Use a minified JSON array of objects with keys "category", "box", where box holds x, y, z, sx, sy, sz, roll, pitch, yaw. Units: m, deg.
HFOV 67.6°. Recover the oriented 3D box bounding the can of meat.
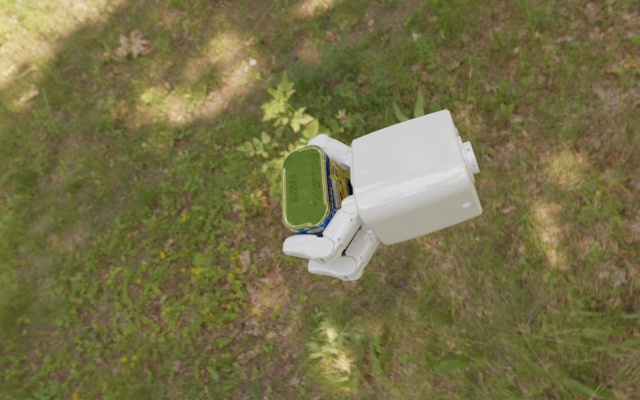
[{"category":"can of meat","box":[0.000,0.001,0.520,0.057,0.102,0.084,-16,-31,20]}]
